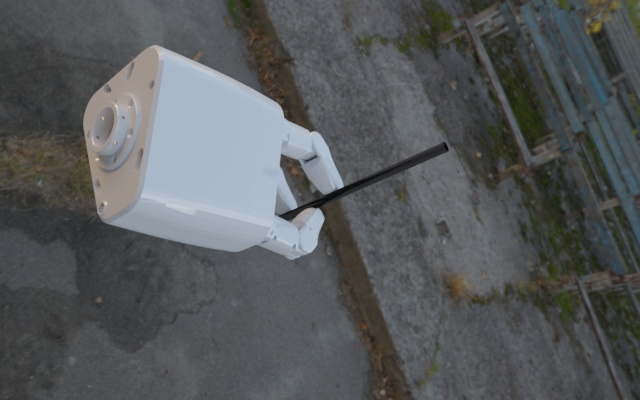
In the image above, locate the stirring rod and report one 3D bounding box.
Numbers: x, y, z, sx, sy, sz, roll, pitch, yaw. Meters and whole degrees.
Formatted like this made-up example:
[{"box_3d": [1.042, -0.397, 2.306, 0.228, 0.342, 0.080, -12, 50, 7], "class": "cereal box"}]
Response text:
[{"box_3d": [0.000, 0.001, 0.419, 0.239, 0.011, 0.011, -24, -13, 32], "class": "stirring rod"}]
